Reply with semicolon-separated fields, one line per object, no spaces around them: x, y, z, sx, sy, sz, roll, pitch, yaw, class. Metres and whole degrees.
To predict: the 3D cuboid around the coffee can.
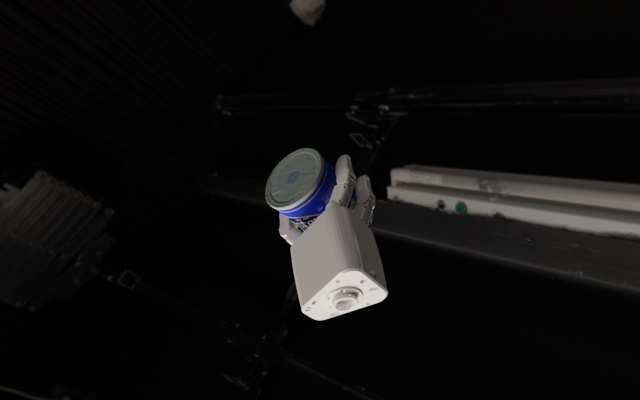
0.000;0.002;0.723;0.103;0.102;0.140;0;-31;42;coffee can
